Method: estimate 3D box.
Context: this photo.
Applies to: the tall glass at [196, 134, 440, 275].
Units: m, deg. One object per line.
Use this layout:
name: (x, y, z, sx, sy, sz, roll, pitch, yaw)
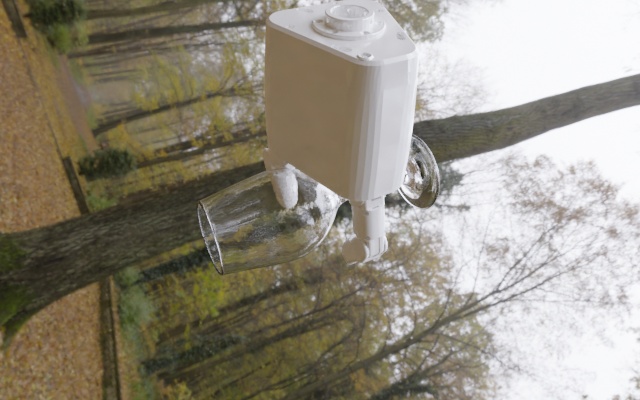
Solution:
tall glass: (0.001, 0.001, 0.413, 0.201, 0.079, 0.079, -18, 7, -21)
